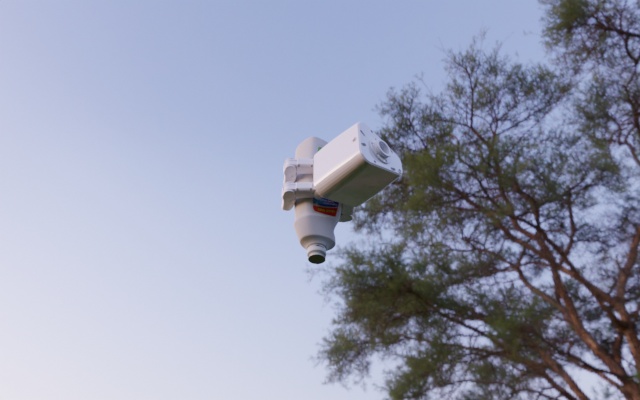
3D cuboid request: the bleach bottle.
[{"bbox_3d":[0.000,0.003,0.845,0.102,0.250,0.068,31,-49,-31],"label":"bleach bottle"}]
